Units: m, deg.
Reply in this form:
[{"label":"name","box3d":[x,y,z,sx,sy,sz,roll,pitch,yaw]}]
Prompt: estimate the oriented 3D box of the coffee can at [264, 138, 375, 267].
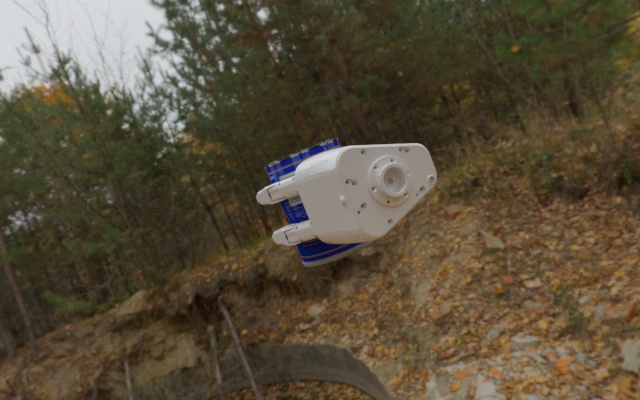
[{"label":"coffee can","box3d":[0.000,0.002,0.624,0.103,0.140,0.103,-22,4,2]}]
